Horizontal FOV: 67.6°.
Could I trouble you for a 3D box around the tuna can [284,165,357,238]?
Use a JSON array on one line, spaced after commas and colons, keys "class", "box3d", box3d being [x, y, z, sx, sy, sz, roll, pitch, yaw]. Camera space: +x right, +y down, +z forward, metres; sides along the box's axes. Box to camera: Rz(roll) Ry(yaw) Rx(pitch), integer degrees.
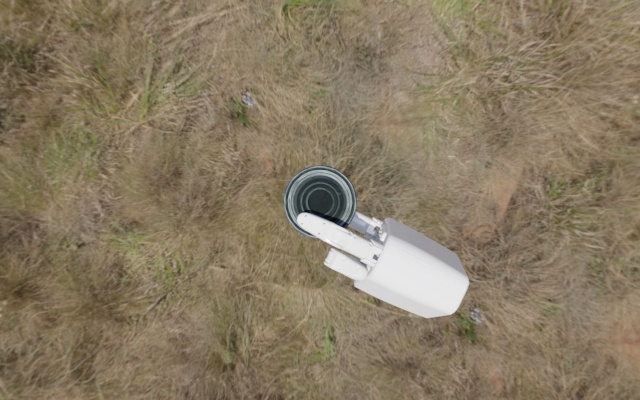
[{"class": "tuna can", "box3d": [0.000, 0.002, 0.561, 0.086, 0.086, 0.034, 0, 0, 2]}]
